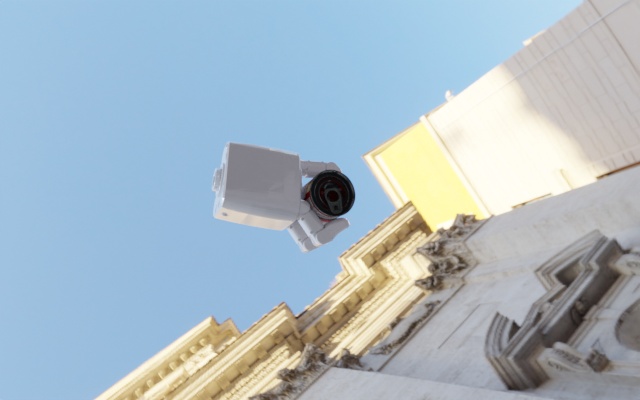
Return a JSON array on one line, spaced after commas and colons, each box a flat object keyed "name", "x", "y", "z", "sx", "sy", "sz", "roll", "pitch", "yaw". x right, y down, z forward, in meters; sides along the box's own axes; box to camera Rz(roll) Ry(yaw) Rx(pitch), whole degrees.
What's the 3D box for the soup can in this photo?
[{"name": "soup can", "x": 0.000, "y": 0.002, "z": 0.707, "sx": 0.068, "sy": 0.068, "sz": 0.102, "roll": 0, "pitch": -15, "yaw": -21}]
